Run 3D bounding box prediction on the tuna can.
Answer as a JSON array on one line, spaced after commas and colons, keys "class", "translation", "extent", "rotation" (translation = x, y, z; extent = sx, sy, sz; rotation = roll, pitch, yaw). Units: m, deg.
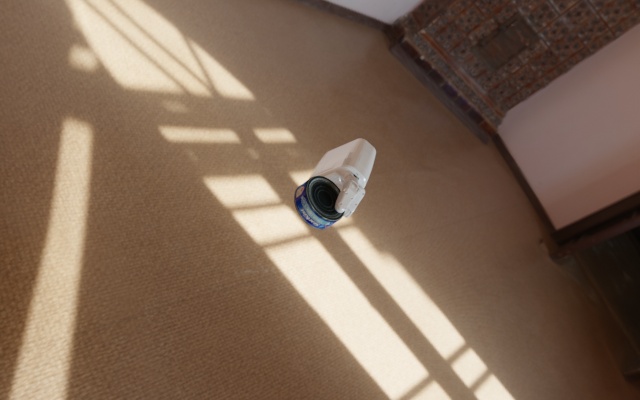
[{"class": "tuna can", "translation": [0.000, 0.002, 0.790], "extent": [0.086, 0.086, 0.034], "rotation": [0, -25, -43]}]
